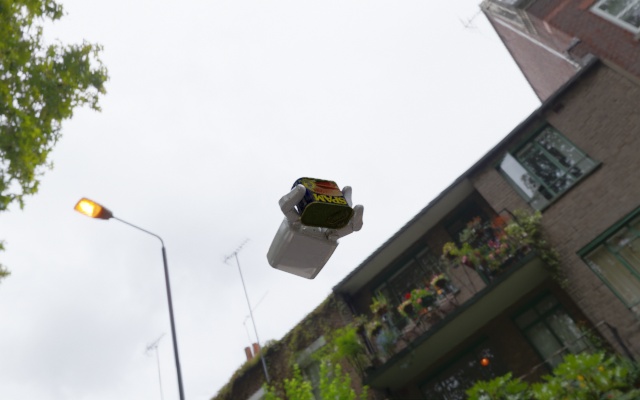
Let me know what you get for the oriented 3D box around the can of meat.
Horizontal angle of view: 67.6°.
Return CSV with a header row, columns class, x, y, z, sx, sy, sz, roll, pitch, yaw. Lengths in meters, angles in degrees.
class,x,y,z,sx,sy,sz,roll,pitch,yaw
can of meat,0.000,0.003,0.899,0.102,0.057,0.084,8,36,-29
